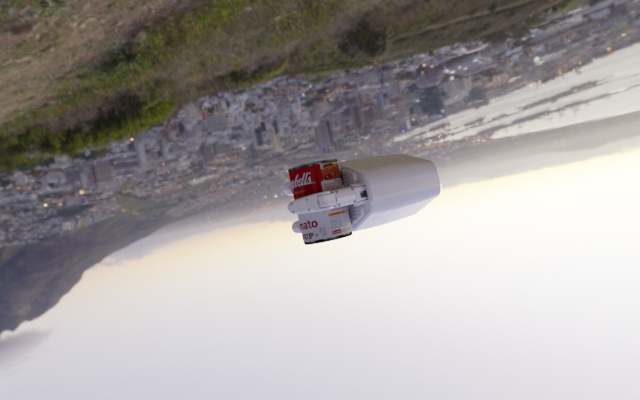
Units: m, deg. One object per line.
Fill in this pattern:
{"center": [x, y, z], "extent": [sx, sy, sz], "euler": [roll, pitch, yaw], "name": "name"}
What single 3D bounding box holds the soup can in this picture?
{"center": [0.000, 0.002, 0.631], "extent": [0.068, 0.102, 0.068], "euler": [-12, -1, 0], "name": "soup can"}
